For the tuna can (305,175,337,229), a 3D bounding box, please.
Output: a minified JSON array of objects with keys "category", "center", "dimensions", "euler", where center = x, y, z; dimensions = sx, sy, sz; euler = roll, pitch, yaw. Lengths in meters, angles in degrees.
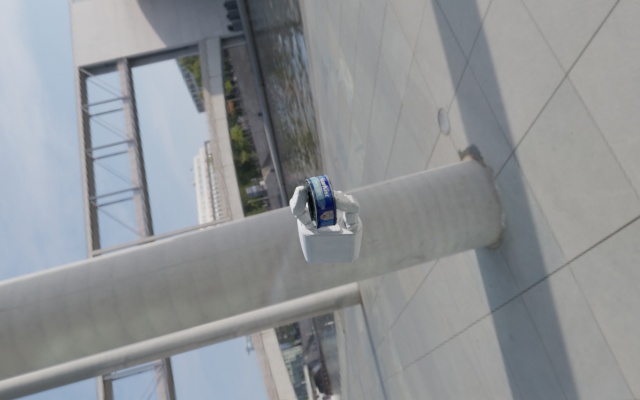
[{"category":"tuna can","center":[0.000,0.003,0.784],"dimensions":[0.034,0.086,0.086],"euler":[-11,2,-10]}]
